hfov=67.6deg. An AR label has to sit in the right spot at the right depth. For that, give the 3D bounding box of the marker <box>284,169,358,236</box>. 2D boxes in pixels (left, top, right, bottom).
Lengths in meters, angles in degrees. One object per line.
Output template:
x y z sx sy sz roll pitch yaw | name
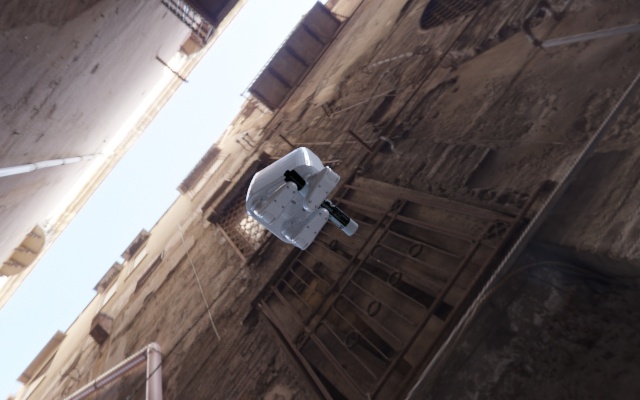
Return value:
0.000 0.002 0.616 0.121 0.020 0.020 40 -14 -17 | marker
